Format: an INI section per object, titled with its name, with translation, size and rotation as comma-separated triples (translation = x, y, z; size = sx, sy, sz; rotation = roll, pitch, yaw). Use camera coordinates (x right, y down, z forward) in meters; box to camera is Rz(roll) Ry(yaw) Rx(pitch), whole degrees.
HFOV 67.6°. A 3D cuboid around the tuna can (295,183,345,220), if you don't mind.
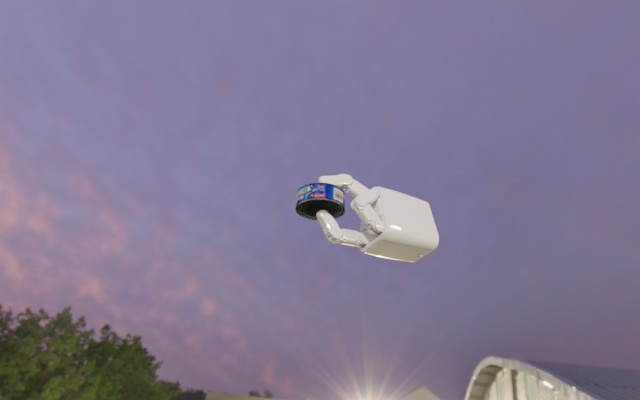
[tuna can]
translation = 0.000, 0.002, 0.822
size = 0.086, 0.033, 0.086
rotation = 1, -26, 1
